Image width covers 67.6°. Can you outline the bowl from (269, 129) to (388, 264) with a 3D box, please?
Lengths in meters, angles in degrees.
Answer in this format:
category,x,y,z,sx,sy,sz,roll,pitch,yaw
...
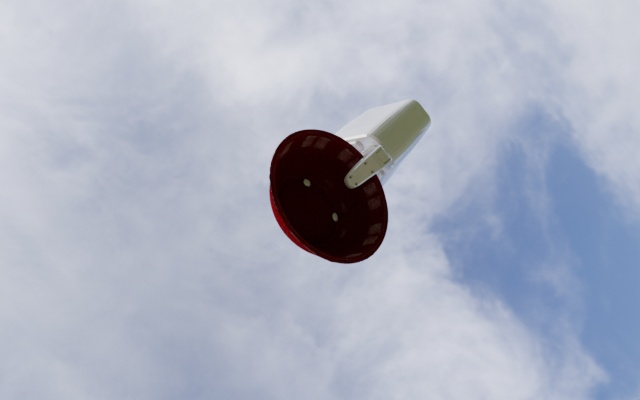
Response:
category,x,y,z,sx,sy,sz,roll,pitch,yaw
bowl,-0.001,0.002,0.546,0.162,0.162,0.055,0,-22,-39
